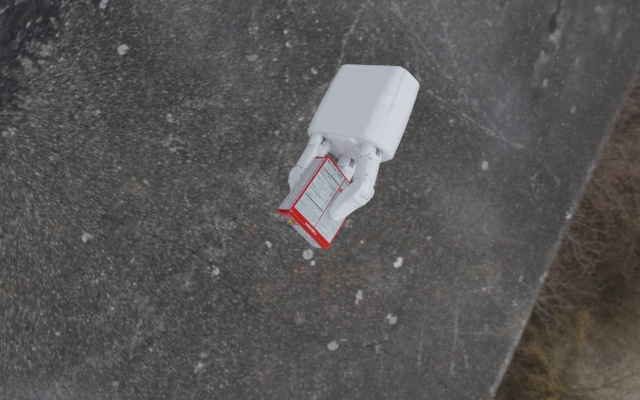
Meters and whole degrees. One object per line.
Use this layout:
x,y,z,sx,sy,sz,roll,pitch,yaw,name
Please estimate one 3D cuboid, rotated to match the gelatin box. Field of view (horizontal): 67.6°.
0.000,0.002,0.576,0.030,0.089,0.073,1,-39,50,gelatin box
